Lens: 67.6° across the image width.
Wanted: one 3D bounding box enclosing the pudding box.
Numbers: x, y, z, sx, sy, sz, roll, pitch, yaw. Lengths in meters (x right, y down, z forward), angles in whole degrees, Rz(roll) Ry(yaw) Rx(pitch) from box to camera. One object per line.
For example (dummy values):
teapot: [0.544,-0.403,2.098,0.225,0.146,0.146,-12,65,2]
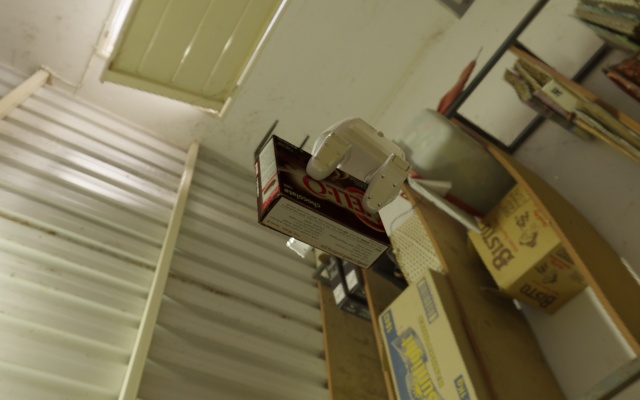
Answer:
pudding box: [0.000,0.001,0.411,0.113,0.039,0.090,24,28,-25]
